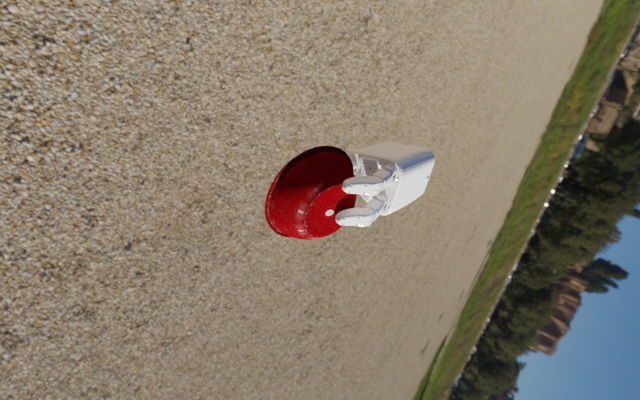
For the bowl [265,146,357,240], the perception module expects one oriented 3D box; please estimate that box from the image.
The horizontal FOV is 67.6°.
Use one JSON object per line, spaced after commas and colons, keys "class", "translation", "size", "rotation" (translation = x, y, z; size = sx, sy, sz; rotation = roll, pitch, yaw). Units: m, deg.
{"class": "bowl", "translation": [-0.001, 0.003, 0.707], "size": [0.162, 0.162, 0.055], "rotation": [0, 32, -41]}
